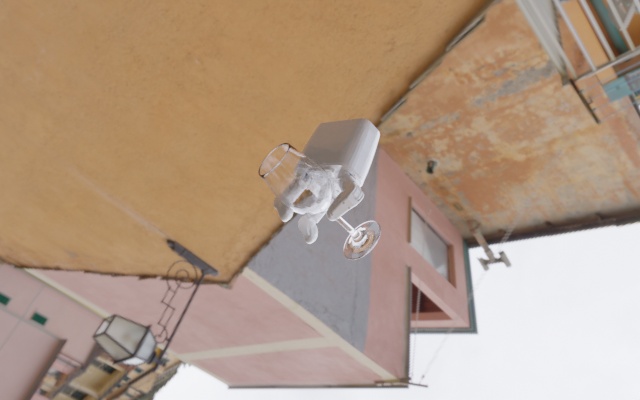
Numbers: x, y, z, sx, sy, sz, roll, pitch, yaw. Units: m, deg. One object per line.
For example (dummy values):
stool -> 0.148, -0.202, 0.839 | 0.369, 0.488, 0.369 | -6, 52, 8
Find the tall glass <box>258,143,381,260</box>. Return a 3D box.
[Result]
tall glass -> 0.001, 0.003, 0.712 | 0.201, 0.079, 0.079 | 42, -22, -26
